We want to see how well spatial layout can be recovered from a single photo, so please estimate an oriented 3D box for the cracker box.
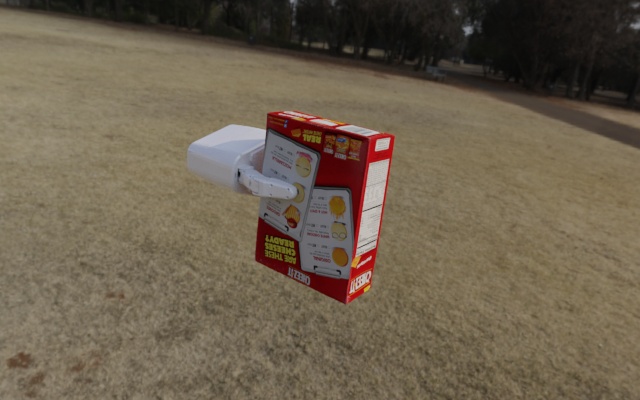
[{"bbox_3d":[0.000,0.002,0.628,0.164,0.214,0.072,19,22,34],"label":"cracker box"}]
